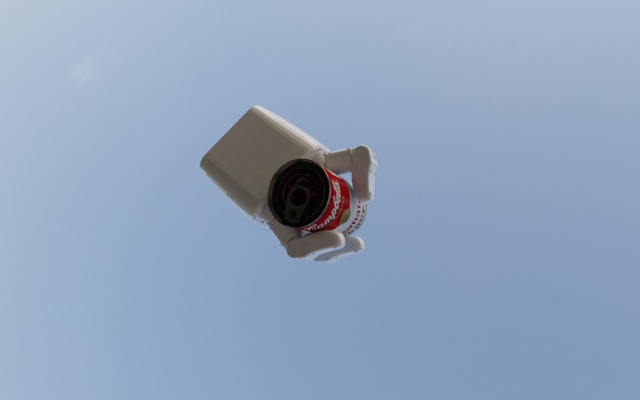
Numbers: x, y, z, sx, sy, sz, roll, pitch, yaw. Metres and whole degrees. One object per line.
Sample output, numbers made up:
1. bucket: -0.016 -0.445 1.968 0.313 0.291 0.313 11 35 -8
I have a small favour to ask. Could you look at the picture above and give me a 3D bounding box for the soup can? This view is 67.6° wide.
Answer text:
1. soup can: 0.001 0.002 0.498 0.068 0.068 0.102 0 -10 26
